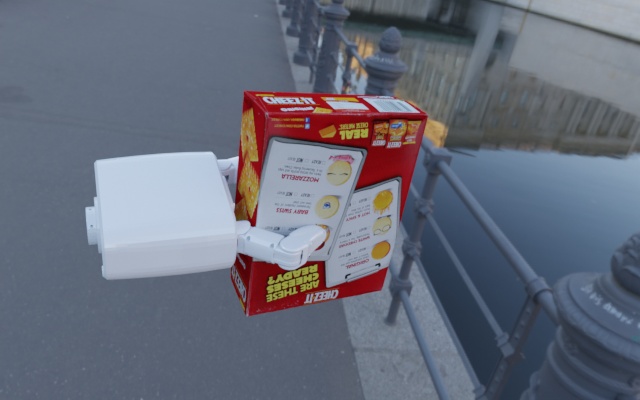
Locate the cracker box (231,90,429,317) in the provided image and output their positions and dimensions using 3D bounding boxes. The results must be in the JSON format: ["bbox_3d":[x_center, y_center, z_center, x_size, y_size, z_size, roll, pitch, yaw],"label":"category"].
[{"bbox_3d":[0.000,0.002,0.483,0.164,0.214,0.072,-5,32,-25],"label":"cracker box"}]
